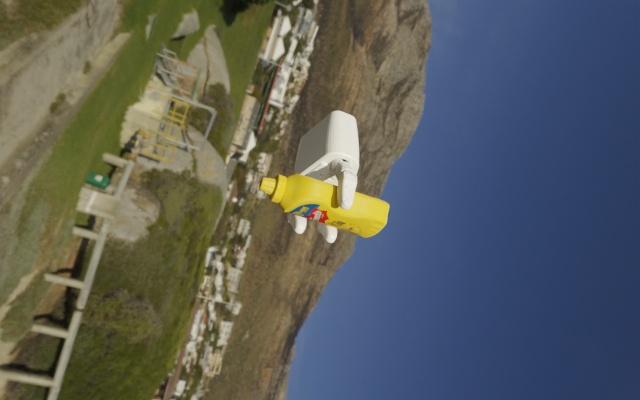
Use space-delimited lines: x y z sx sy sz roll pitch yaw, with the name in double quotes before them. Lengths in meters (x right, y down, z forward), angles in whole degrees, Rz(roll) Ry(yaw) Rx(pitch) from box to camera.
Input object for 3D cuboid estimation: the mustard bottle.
"mustard bottle" 0.000 0.003 0.722 0.191 0.058 0.096 18 -18 -18
